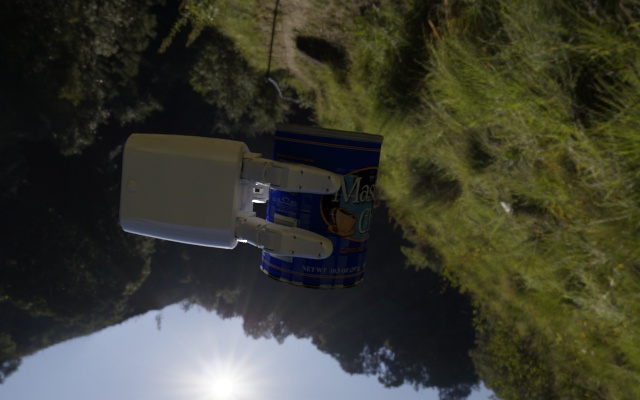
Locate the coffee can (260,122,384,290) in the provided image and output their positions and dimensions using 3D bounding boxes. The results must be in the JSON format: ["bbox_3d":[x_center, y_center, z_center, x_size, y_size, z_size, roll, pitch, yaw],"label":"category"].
[{"bbox_3d":[0.000,0.001,0.458,0.103,0.140,0.103,7,8,-1],"label":"coffee can"}]
